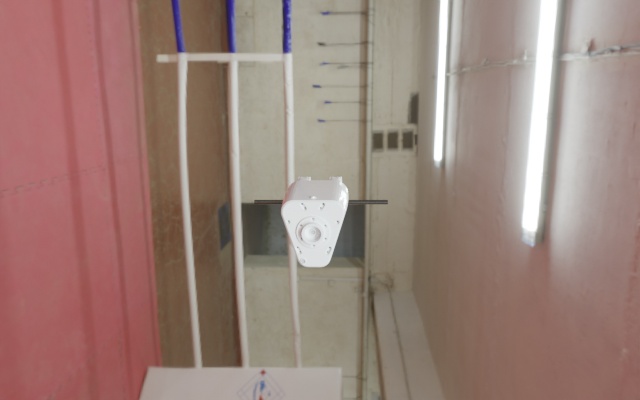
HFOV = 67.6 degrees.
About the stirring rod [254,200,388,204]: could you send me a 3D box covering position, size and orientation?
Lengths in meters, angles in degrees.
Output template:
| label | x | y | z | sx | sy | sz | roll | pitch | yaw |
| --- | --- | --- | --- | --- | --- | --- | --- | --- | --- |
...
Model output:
| label | x | y | z | sx | sy | sz | roll | pitch | yaw |
| --- | --- | --- | --- | --- | --- | --- | --- | --- | --- |
| stirring rod | 0.000 | 0.003 | 0.860 | 0.239 | 0.011 | 0.011 | 0 | 0 | 4 |
